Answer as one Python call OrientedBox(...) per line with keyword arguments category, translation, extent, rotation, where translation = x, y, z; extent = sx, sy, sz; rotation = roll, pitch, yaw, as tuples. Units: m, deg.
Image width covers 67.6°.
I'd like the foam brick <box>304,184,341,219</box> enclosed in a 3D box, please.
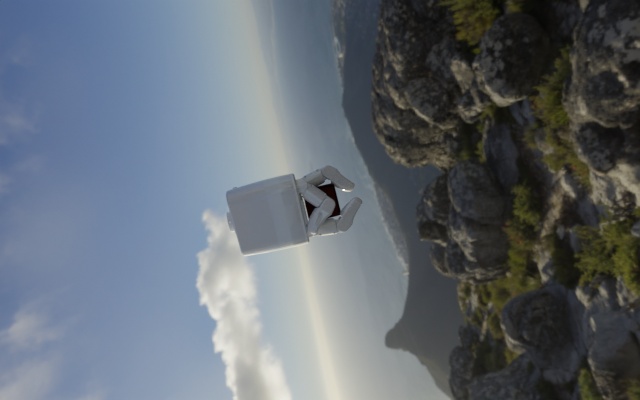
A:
OrientedBox(category="foam brick", translation=(0.000, 0.003, 0.786), extent=(0.051, 0.053, 0.078), rotation=(-14, 2, -3))
